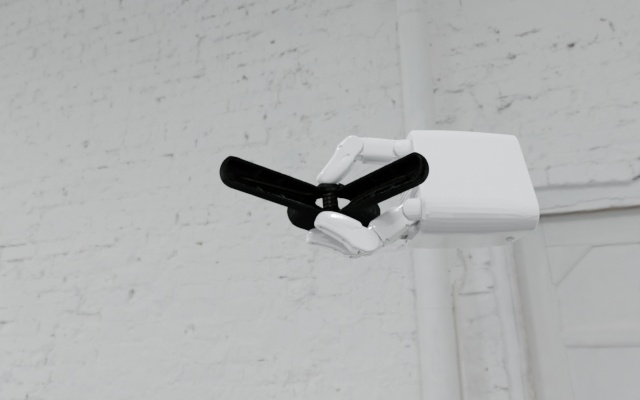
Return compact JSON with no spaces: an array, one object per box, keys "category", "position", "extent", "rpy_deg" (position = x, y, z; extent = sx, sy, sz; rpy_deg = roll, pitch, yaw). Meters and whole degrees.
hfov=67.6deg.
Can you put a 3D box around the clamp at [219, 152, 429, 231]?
[{"category":"clamp","position":[0.000,0.001,0.457],"extent":[0.164,0.036,0.210],"rpy_deg":[2,-17,0]}]
